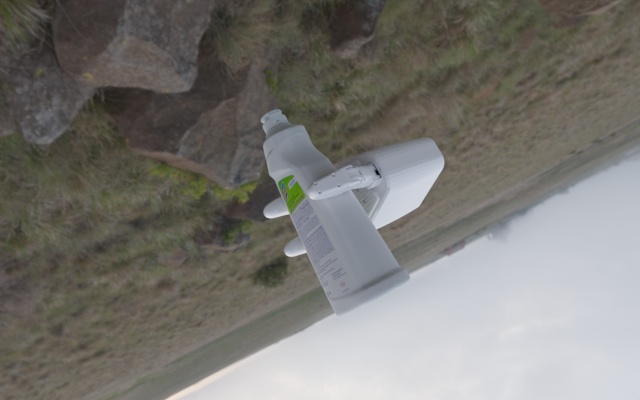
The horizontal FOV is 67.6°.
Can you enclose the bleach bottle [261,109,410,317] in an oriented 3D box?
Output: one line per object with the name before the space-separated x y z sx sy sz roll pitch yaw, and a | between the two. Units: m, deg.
bleach bottle | 0.000 0.002 0.549 0.068 0.250 0.103 -20 -14 -33
